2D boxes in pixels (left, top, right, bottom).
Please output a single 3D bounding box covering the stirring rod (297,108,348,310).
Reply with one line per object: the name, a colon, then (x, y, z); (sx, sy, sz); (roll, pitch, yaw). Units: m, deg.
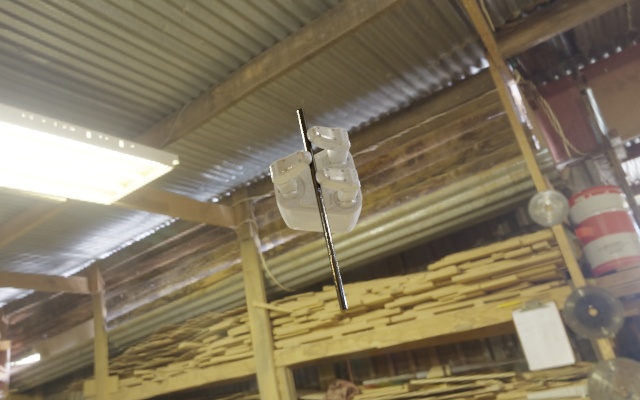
stirring rod: (0.000, 0.002, 0.533); (0.011, 0.239, 0.011); (-11, -20, -4)
